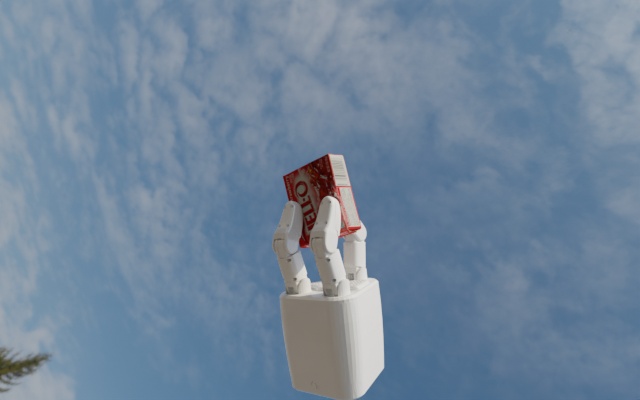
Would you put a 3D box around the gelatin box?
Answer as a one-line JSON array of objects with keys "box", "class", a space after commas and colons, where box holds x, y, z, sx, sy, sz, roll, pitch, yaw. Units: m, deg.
[{"box": [0.000, 0.001, 0.534, 0.073, 0.089, 0.030, -23, -15, 38], "class": "gelatin box"}]
